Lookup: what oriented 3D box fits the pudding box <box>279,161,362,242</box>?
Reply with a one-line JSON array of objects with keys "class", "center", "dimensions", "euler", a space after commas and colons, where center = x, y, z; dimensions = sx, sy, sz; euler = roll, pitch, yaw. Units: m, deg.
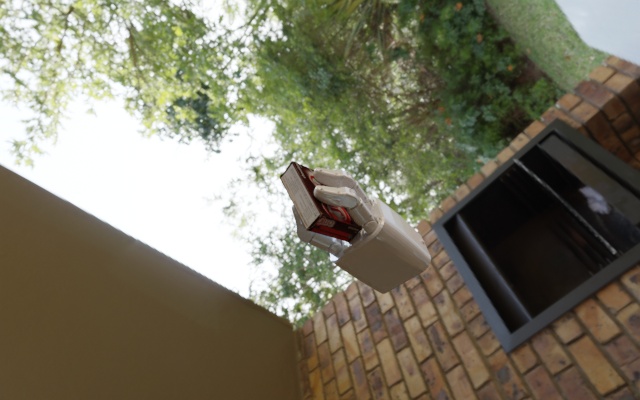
[{"class": "pudding box", "center": [0.000, 0.002, 0.688], "dimensions": [0.090, 0.039, 0.113], "euler": [21, 28, -45]}]
